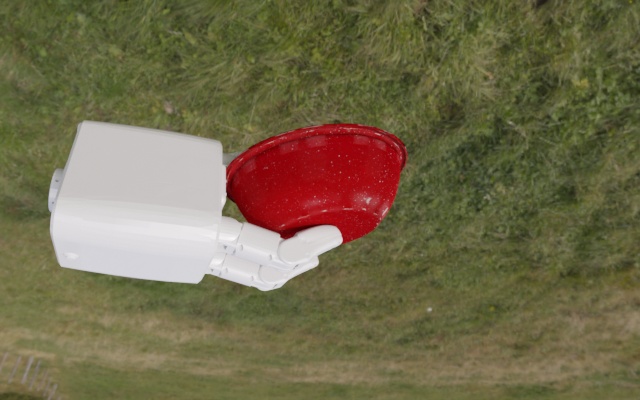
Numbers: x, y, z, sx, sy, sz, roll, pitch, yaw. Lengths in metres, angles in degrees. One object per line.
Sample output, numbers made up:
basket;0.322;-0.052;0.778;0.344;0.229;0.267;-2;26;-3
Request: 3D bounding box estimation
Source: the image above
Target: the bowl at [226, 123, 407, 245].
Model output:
bowl;0.001;0.002;0.406;0.162;0.055;0.162;-9;-23;-4
